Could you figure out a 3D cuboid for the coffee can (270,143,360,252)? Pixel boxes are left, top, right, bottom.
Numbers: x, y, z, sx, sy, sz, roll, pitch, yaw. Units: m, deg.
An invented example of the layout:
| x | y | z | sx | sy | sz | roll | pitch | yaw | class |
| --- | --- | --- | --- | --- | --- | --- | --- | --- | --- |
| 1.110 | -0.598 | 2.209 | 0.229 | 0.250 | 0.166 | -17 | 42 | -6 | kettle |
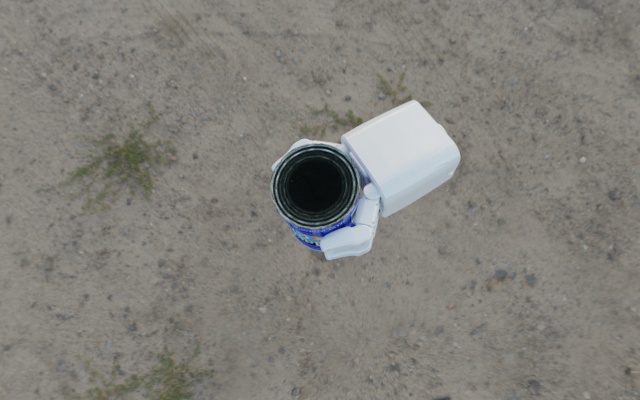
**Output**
| x | y | z | sx | sy | sz | roll | pitch | yaw | class |
| --- | --- | --- | --- | --- | --- | --- | --- | --- | --- |
| 0.000 | 0.002 | 0.602 | 0.103 | 0.102 | 0.140 | 0 | -16 | 6 | coffee can |
